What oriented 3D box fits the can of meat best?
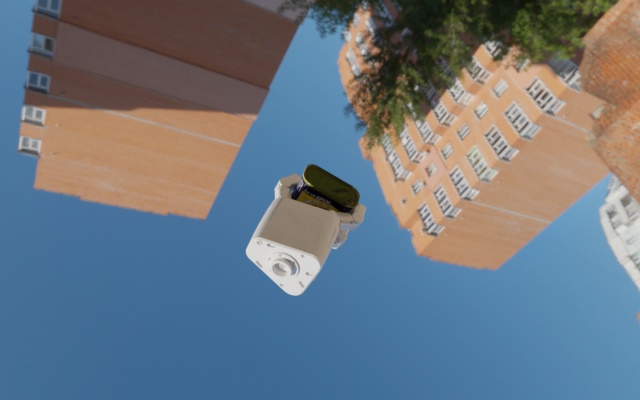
[{"bbox_3d":[0.000,0.003,0.796,0.102,0.084,0.057,29,36,-7],"label":"can of meat"}]
